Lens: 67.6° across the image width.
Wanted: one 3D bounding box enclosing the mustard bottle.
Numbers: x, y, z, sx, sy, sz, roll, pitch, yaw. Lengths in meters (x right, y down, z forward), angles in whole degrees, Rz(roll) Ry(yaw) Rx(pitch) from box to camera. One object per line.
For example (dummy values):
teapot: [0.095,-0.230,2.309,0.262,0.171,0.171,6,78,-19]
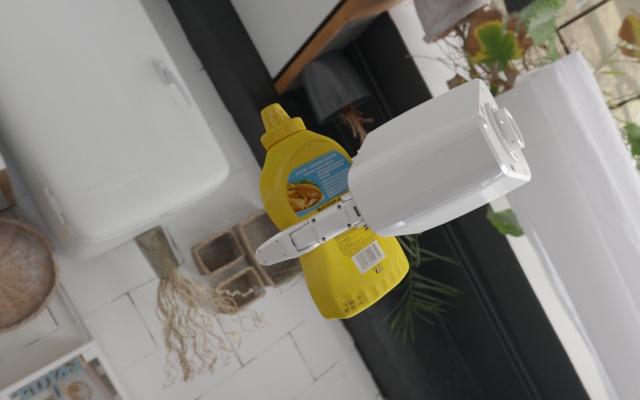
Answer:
mustard bottle: [0.000,0.002,0.427,0.096,0.191,0.058,-29,2,-34]
